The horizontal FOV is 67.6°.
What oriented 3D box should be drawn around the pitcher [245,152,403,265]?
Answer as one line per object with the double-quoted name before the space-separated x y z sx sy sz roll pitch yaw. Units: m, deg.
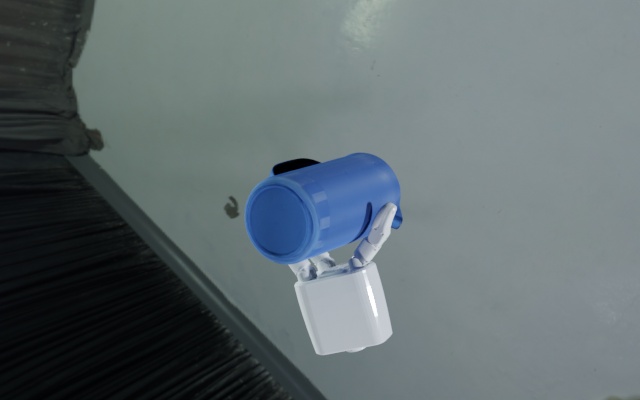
"pitcher" 0.000 0.002 0.666 0.149 0.145 0.243 -13 2 31
